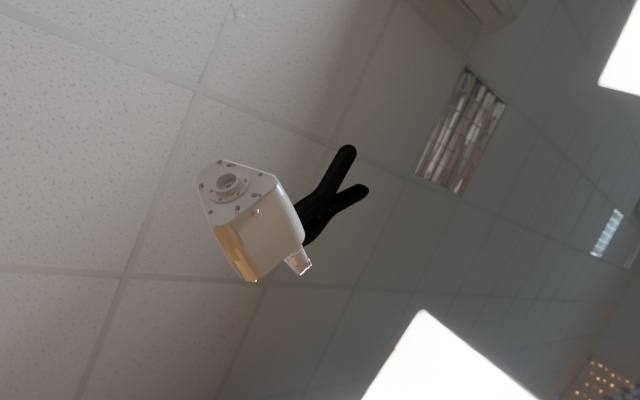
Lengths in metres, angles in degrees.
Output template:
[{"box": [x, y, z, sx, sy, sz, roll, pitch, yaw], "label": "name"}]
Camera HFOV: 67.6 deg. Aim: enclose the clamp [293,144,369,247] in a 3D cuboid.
[{"box": [0.000, 0.002, 0.652, 0.039, 0.171, 0.120, 34, -24, 35], "label": "clamp"}]
